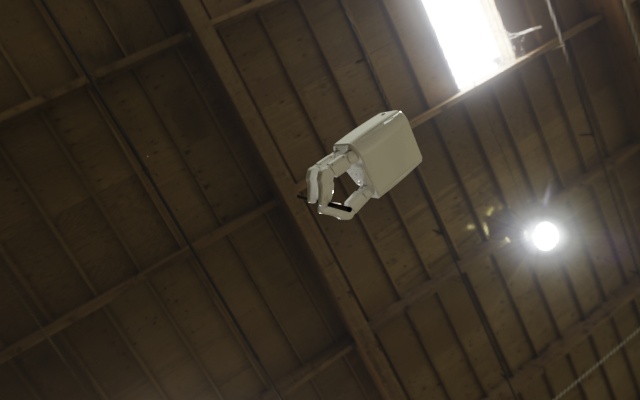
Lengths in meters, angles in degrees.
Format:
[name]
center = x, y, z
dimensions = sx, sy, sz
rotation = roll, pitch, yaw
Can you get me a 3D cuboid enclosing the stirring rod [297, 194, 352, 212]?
[stirring rod]
center = 0.000, 0.003, 0.786
dimensions = 0.011, 0.011, 0.239
rotation = 0, 5, -20
